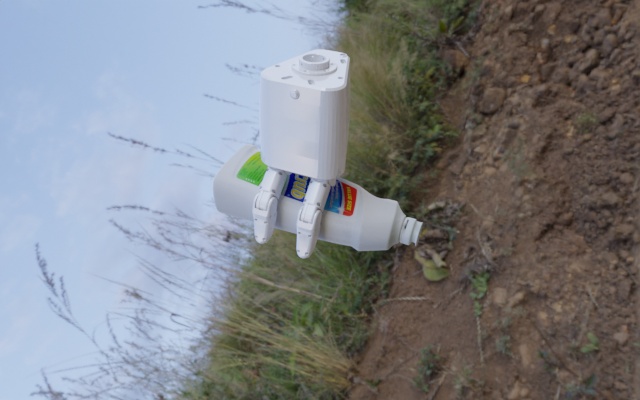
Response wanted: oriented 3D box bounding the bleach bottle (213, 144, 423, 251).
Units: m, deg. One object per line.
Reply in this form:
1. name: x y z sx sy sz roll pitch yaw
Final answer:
1. bleach bottle: 0.000 0.002 0.585 0.251 0.068 0.102 15 40 17
